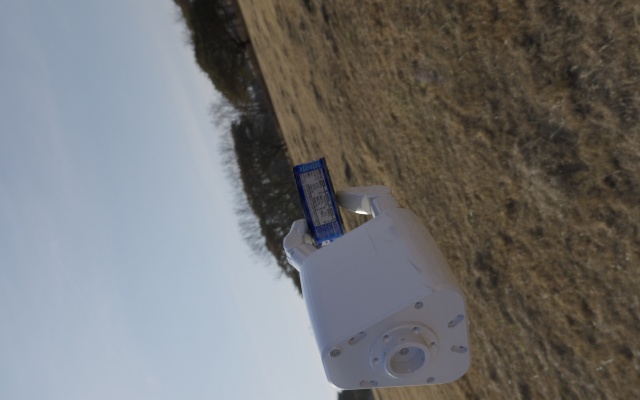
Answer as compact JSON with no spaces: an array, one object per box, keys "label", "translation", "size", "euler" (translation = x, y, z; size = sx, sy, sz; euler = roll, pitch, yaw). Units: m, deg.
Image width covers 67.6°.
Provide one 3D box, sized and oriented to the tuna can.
[{"label":"tuna can","translation":[0.000,0.002,0.478],"size":[0.034,0.086,0.086],"euler":[-16,-1,2]}]
